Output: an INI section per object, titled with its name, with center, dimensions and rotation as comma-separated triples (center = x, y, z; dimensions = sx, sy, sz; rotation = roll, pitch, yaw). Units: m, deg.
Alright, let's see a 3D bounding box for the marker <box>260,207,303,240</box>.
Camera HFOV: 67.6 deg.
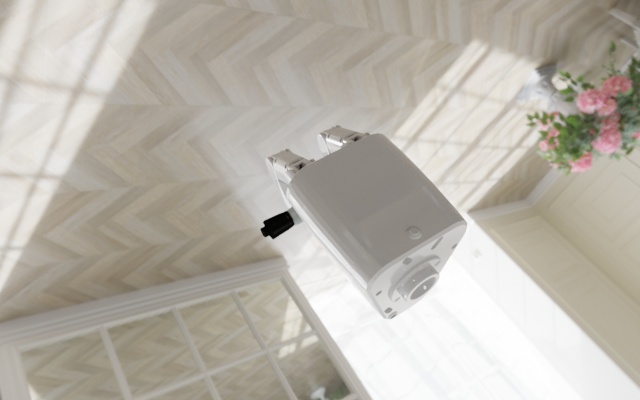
[marker]
center = 0.000, 0.001, 0.436
dimensions = 0.121, 0.020, 0.020
rotation = -28, 9, -18
